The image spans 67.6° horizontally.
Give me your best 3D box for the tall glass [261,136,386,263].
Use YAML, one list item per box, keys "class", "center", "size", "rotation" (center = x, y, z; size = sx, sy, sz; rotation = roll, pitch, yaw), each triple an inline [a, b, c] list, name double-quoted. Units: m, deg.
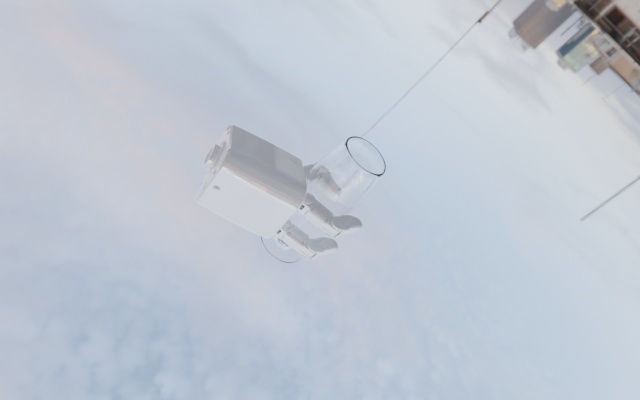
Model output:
- class: "tall glass"
  center: [0.000, 0.003, 0.640]
  size: [0.079, 0.079, 0.201]
  rotation: [0, -35, -44]
